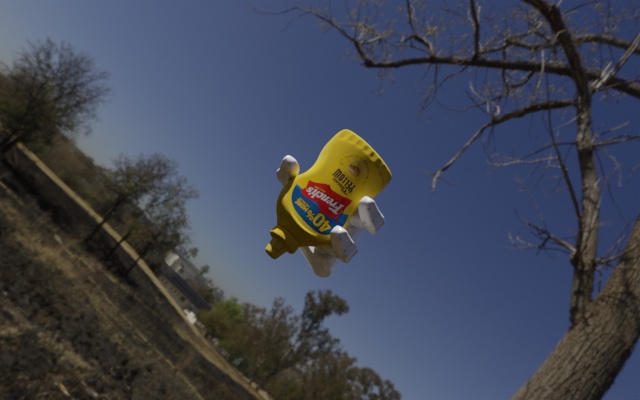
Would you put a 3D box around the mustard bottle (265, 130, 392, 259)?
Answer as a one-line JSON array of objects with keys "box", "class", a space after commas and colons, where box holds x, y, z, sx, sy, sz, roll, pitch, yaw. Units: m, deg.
[{"box": [0.000, 0.002, 0.619, 0.191, 0.096, 0.058, -46, 7, -19], "class": "mustard bottle"}]
